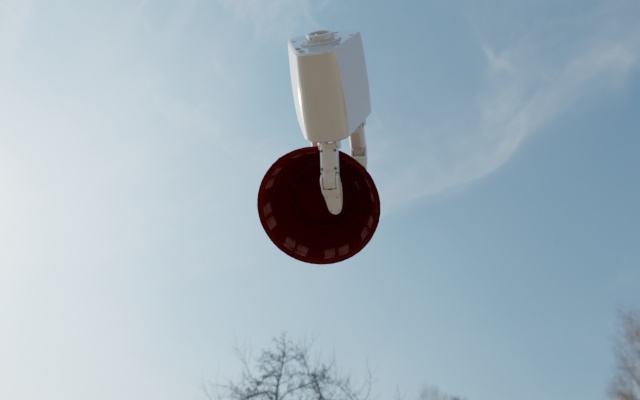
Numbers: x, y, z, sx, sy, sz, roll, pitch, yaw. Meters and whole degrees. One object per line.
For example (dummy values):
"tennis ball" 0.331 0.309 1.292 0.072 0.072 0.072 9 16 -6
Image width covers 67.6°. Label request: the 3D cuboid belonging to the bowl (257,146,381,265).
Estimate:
"bowl" 0.000 0.003 0.641 0.162 0.162 0.055 0 17 9
